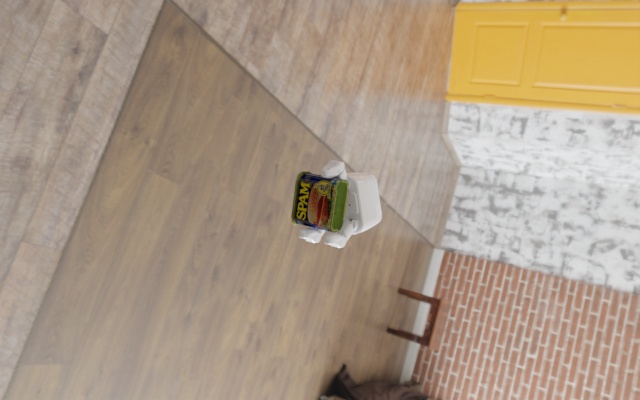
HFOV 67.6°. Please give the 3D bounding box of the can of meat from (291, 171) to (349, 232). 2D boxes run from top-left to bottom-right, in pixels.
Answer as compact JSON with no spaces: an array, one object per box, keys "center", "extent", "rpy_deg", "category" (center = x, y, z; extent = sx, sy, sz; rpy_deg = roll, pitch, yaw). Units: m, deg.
[{"center":[0.000,0.003,0.873],"extent":[0.084,0.102,0.057],"rpy_deg":[12,9,28],"category":"can of meat"}]
